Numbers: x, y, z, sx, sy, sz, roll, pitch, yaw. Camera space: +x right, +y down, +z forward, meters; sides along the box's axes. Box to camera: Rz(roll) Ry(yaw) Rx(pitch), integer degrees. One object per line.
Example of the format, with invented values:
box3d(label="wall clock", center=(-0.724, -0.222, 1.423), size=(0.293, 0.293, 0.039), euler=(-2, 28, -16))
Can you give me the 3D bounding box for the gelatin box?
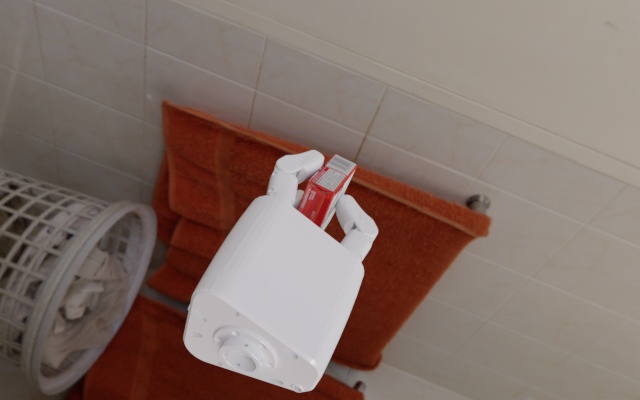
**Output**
box3d(label="gelatin box", center=(0.001, 0.002, 0.477), size=(0.030, 0.073, 0.089), euler=(28, 28, 6))
